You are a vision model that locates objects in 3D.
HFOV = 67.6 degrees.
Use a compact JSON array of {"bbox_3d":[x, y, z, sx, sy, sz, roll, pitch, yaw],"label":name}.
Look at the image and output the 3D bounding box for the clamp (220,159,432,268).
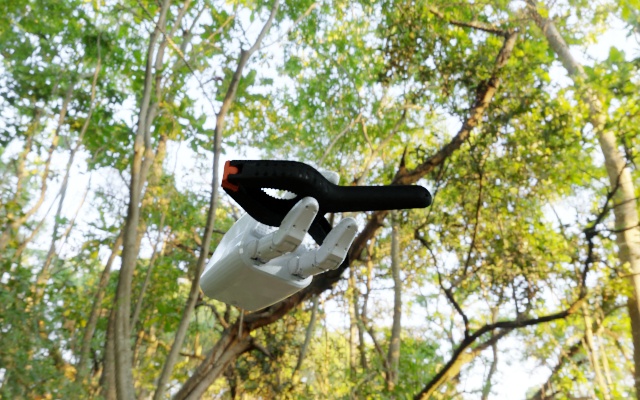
[{"bbox_3d":[-0.001,0.001,0.504,0.210,0.036,0.165,26,-46,-30],"label":"clamp"}]
